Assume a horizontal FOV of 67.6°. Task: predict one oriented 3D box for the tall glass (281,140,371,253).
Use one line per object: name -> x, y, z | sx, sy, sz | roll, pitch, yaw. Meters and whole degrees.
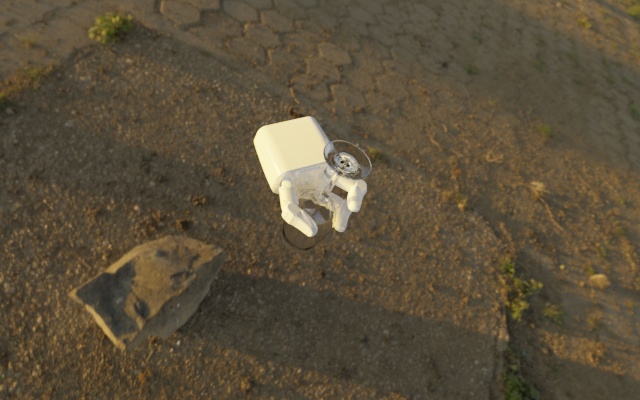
tall glass -> 0.000, 0.002, 0.738 | 0.079, 0.079, 0.201 | 0, -37, -29
